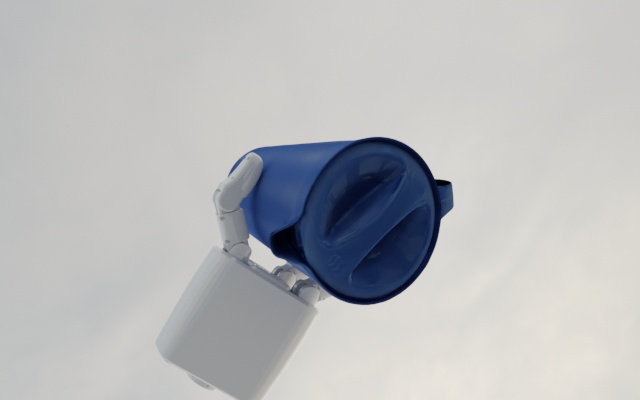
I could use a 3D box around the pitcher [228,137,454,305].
[{"bbox_3d":[0.000,0.002,0.476,0.149,0.145,0.243,35,-9,-28],"label":"pitcher"}]
